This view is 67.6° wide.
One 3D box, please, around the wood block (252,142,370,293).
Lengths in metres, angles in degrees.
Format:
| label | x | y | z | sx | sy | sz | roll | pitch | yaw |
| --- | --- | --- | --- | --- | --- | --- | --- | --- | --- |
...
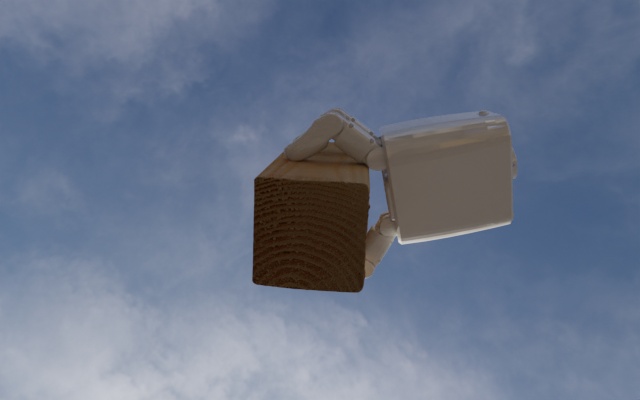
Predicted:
| label | x | y | z | sx | sy | sz | roll | pitch | yaw |
| --- | --- | --- | --- | --- | --- | --- | --- | --- | --- |
| wood block | 0.000 | 0.002 | 0.463 | 0.090 | 0.091 | 0.206 | 4 | 15 | 5 |
